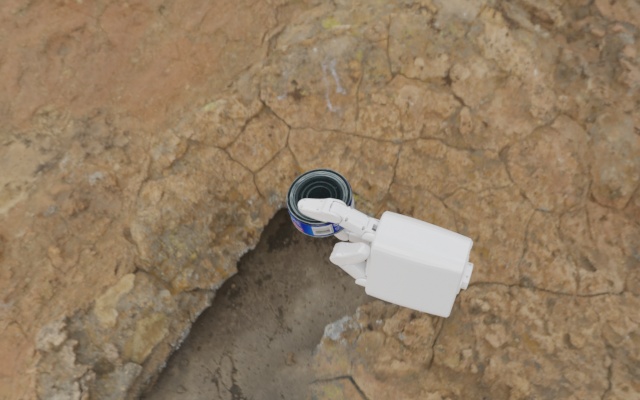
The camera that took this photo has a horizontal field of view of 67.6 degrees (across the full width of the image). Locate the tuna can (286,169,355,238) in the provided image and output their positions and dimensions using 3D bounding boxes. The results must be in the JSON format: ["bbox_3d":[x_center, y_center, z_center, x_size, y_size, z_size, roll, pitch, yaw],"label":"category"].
[{"bbox_3d":[0.000,0.002,0.610,0.086,0.086,0.034,0,-31,10],"label":"tuna can"}]
